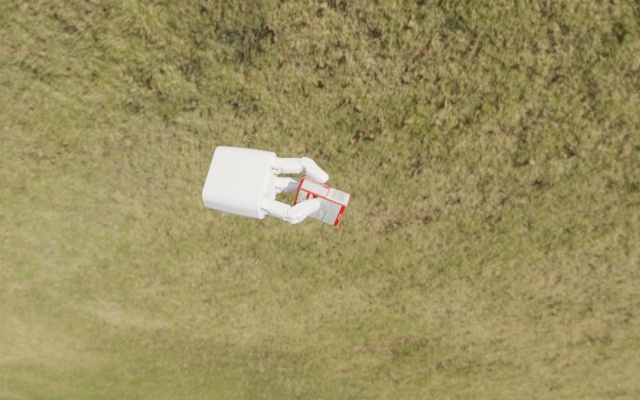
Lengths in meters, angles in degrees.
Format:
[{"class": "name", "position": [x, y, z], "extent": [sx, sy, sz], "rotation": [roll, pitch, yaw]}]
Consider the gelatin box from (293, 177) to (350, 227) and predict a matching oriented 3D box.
[{"class": "gelatin box", "position": [0.000, 0.003, 0.838], "extent": [0.089, 0.030, 0.073], "rotation": [21, -35, 1]}]
